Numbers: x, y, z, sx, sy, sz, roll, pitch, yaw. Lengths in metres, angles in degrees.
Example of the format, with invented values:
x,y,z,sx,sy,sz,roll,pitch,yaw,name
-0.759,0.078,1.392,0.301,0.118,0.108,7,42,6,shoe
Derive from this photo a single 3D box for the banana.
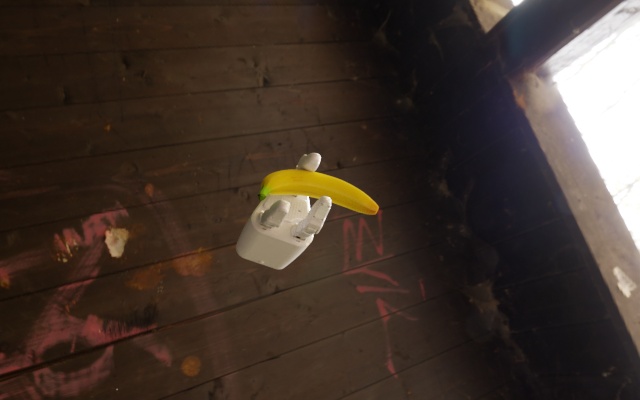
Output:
x,y,z,sx,sy,sz,roll,pitch,yaw,name
-0.007,-0.013,0.696,0.198,0.069,0.037,6,-41,-29,banana
